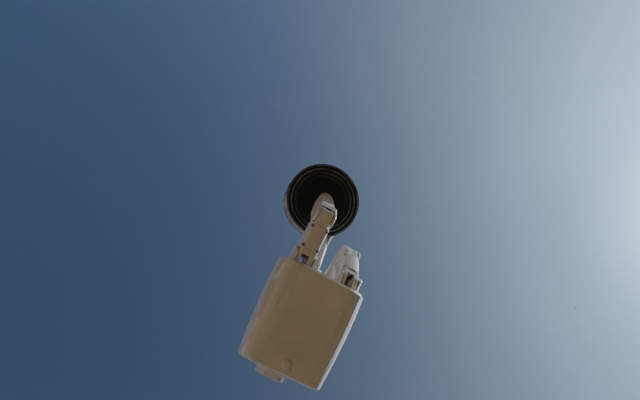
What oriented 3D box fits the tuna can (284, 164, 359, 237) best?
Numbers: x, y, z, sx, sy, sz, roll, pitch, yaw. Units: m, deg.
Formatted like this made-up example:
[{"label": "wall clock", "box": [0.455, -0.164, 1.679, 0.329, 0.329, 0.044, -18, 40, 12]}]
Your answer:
[{"label": "tuna can", "box": [0.000, 0.002, 0.568, 0.086, 0.086, 0.034, 0, -8, -13]}]
